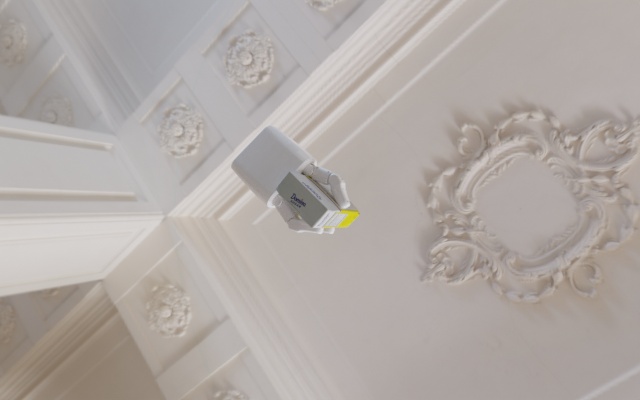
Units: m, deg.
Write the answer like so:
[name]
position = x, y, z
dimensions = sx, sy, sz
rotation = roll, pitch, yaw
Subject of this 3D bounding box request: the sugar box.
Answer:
[sugar box]
position = 0.000, 0.003, 0.821
dimensions = 0.093, 0.048, 0.176
rotation = 45, 15, 18
